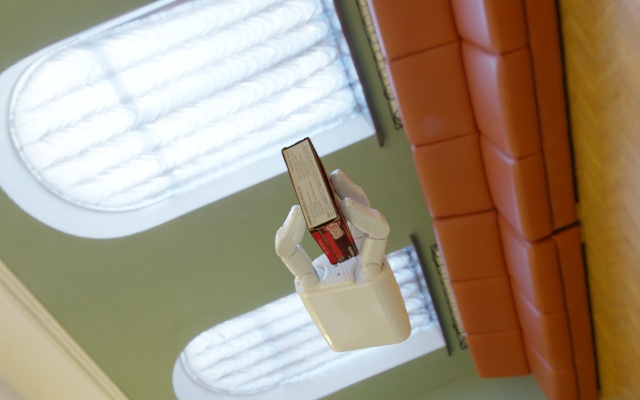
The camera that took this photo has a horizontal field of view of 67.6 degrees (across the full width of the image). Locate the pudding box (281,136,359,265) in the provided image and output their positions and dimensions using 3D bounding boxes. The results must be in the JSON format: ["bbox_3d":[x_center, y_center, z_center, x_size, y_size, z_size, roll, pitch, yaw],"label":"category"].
[{"bbox_3d":[0.000,0.002,0.515,0.039,0.113,0.090,-24,-34,2],"label":"pudding box"}]
